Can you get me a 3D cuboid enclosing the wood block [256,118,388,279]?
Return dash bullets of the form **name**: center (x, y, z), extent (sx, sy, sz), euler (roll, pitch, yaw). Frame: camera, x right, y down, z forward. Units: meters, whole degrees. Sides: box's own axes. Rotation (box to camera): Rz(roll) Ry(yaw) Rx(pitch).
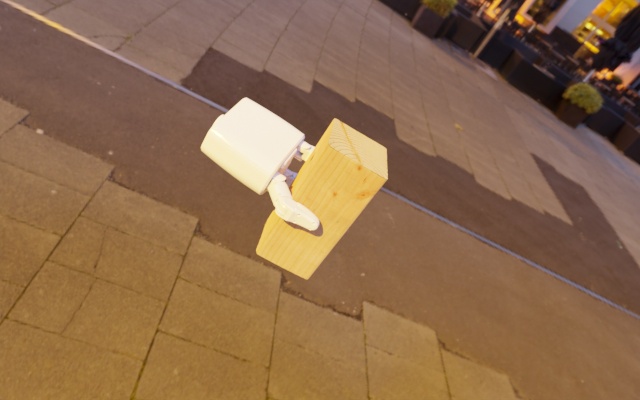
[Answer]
- **wood block**: center (0.000, 0.002, 0.680), extent (0.090, 0.206, 0.090), euler (29, 31, -11)
